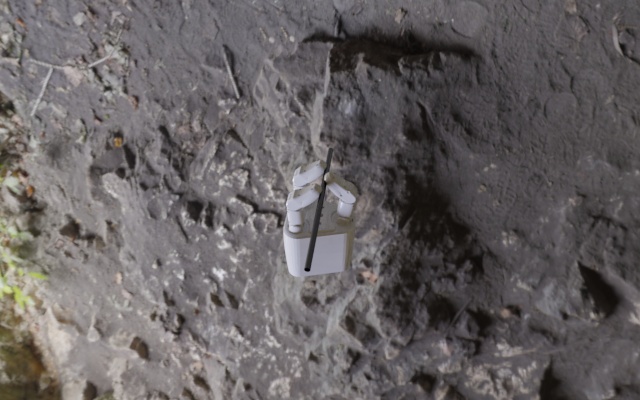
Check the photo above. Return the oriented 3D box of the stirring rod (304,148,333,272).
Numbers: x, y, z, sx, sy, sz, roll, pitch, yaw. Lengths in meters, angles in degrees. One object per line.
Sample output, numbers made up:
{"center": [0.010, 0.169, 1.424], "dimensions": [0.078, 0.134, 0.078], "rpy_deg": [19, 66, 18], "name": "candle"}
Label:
{"center": [0.000, 0.002, 0.668], "dimensions": [0.011, 0.011, 0.239], "rpy_deg": [0, 43, 11], "name": "stirring rod"}
